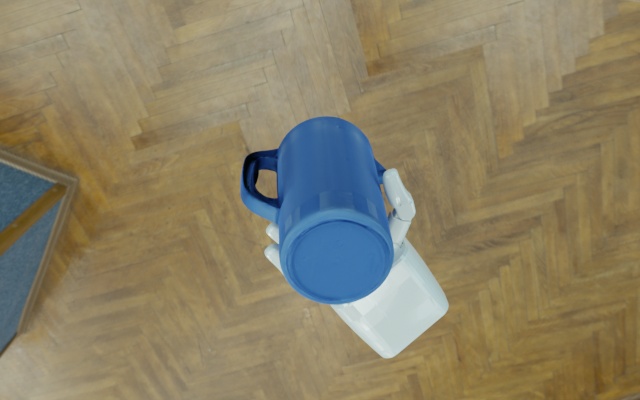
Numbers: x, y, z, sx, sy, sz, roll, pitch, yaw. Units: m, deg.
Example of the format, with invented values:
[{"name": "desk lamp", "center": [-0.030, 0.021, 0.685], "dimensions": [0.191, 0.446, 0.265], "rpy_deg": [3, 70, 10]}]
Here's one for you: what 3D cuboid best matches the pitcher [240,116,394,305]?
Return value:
[{"name": "pitcher", "center": [0.000, 0.002, 0.542], "dimensions": [0.149, 0.145, 0.242], "rpy_deg": [-32, 24, 13]}]
